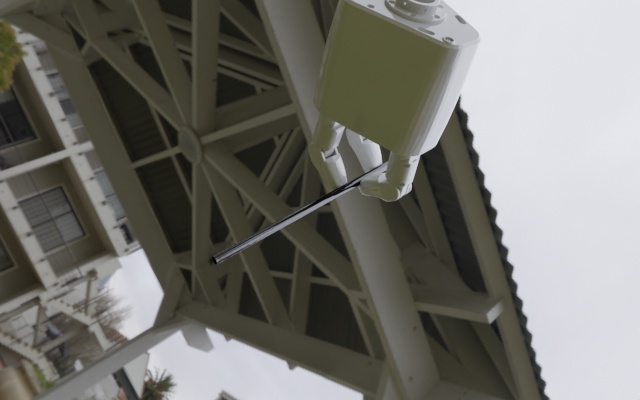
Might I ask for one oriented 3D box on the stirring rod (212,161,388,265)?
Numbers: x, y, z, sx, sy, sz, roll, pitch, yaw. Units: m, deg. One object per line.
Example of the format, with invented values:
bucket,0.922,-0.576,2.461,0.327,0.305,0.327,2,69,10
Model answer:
stirring rod,0.000,0.002,0.461,0.239,0.011,0.011,-29,17,-34
